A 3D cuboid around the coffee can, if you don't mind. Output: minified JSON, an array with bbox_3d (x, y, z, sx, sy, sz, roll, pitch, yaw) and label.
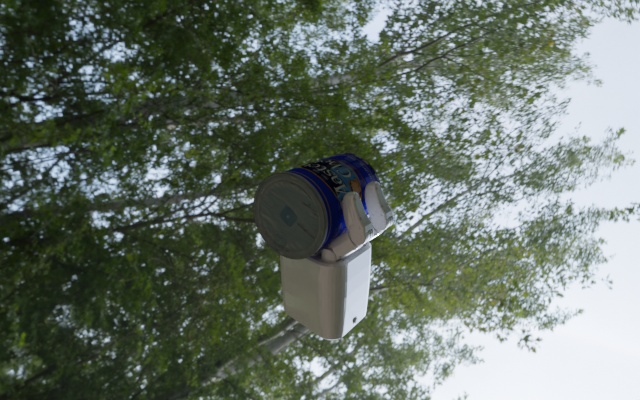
[{"bbox_3d":[0.000,0.002,0.596,0.103,0.103,0.140,0,14,34],"label":"coffee can"}]
